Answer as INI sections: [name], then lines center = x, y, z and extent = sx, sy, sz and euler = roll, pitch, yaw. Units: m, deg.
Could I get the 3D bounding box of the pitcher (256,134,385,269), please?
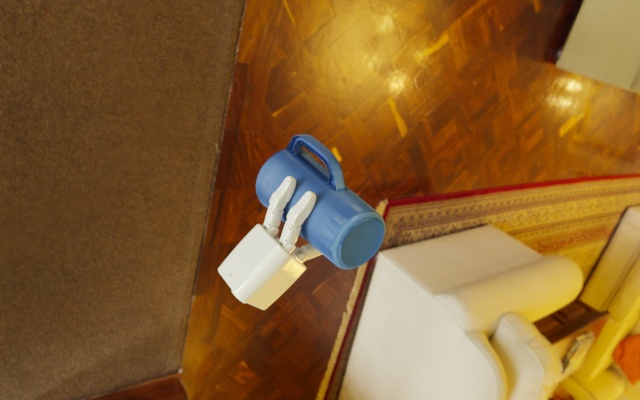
[pitcher]
center = 0.000, 0.003, 0.830
extent = 0.242, 0.145, 0.149
euler = 39, -8, 44
